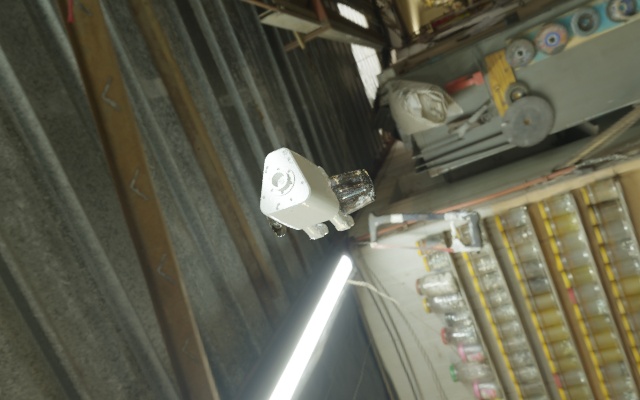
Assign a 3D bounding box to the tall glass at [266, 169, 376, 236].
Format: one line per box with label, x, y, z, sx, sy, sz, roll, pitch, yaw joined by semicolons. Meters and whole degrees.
tall glass;0.000;0.003;0.899;0.201;0.079;0.079;-20;-7;20
